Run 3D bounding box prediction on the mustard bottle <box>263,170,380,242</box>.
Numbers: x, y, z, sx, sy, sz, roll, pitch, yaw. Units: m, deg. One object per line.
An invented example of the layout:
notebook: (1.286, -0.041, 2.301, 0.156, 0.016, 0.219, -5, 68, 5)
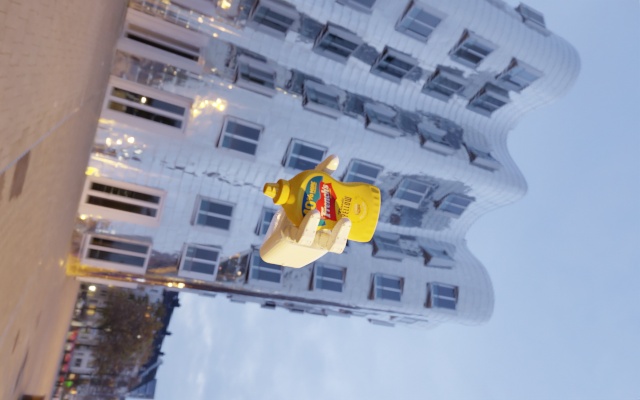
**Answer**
mustard bottle: (0.001, 0.002, 0.763, 0.191, 0.096, 0.058, 14, -5, -23)
